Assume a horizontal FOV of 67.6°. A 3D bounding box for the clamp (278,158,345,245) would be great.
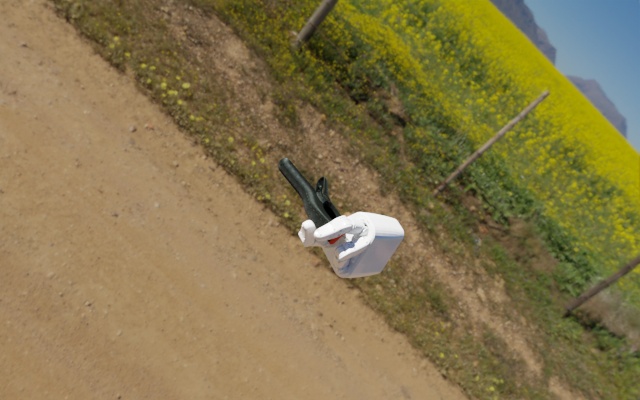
[{"bbox_3d":[0.001,0.002,0.821,0.039,0.171,0.120,-44,-30,27],"label":"clamp"}]
